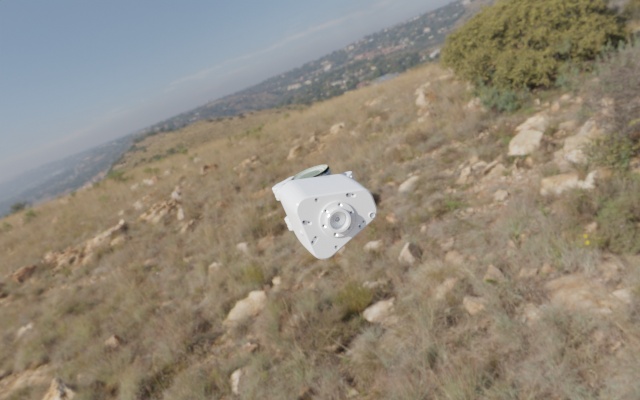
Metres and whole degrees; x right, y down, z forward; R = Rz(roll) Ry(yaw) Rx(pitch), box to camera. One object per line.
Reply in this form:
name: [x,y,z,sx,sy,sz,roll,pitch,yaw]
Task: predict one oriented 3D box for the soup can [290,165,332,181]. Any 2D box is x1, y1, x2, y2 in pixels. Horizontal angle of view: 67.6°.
soup can: [0.000,0.002,0.760,0.068,0.102,0.068,-21,16,6]
